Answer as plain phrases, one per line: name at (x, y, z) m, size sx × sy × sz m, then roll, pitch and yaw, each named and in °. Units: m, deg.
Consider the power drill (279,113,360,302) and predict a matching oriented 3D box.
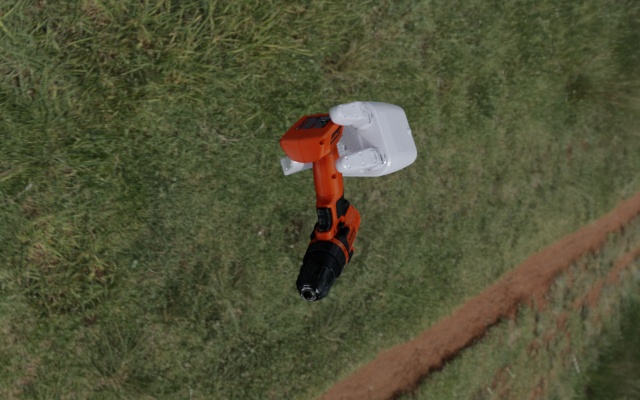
power drill at (0.000, 0.001, 0.573) m, size 0.057 × 0.188 × 0.184 m, roll 0°, pitch 27°, yaw 16°
